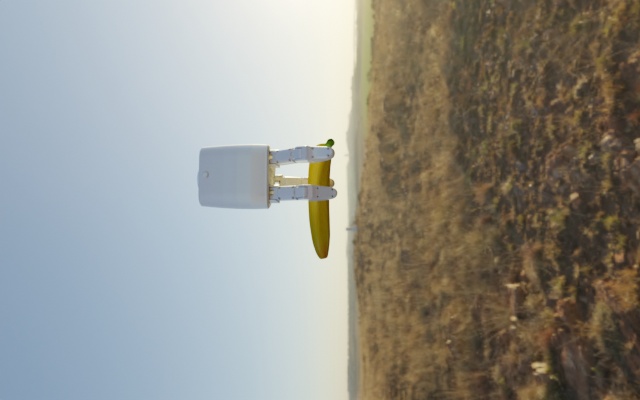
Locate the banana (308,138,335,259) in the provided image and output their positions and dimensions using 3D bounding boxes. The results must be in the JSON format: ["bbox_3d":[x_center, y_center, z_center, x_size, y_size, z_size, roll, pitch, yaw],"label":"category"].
[{"bbox_3d":[-0.001,-0.007,0.764,0.037,0.198,0.069,0,19,-5],"label":"banana"}]
